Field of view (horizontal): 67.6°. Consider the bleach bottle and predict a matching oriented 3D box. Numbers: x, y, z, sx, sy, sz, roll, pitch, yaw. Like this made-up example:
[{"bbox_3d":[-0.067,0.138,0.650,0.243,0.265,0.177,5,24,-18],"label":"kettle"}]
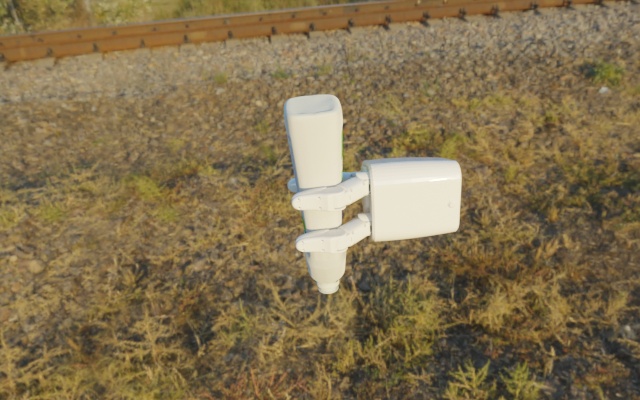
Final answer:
[{"bbox_3d":[0.000,0.002,0.604,0.068,0.251,0.102,-5,25,-1],"label":"bleach bottle"}]
